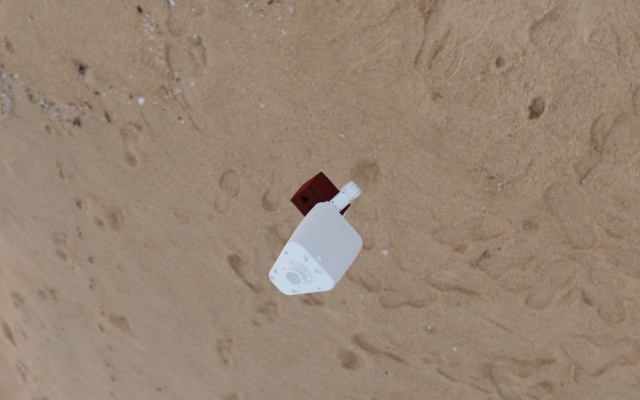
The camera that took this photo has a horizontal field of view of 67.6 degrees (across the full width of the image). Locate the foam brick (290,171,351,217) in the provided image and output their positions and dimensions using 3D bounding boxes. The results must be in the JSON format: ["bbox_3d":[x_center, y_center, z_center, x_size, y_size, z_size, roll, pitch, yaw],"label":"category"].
[{"bbox_3d":[0.000,0.002,0.788,0.053,0.078,0.051,-36,9,42],"label":"foam brick"}]
